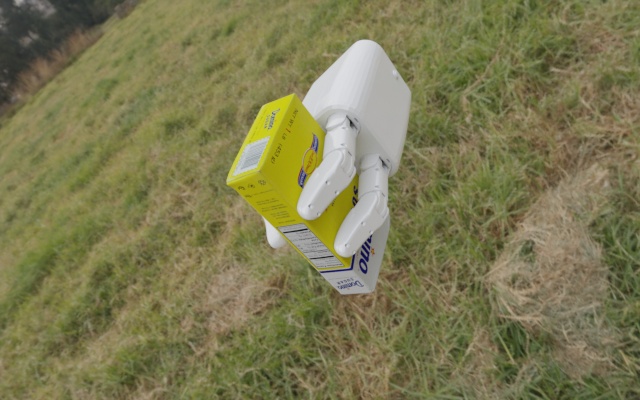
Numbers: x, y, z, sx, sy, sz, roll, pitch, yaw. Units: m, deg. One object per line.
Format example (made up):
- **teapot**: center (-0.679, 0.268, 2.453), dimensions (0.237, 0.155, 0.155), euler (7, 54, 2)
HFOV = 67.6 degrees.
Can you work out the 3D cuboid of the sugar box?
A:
- **sugar box**: center (0.000, 0.001, 0.433), dimensions (0.048, 0.093, 0.176), euler (-14, -46, 38)
